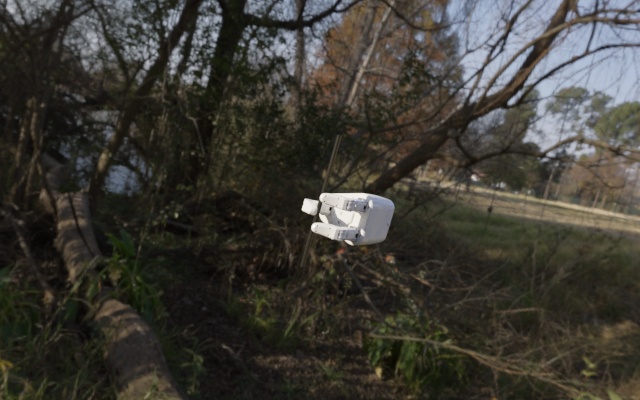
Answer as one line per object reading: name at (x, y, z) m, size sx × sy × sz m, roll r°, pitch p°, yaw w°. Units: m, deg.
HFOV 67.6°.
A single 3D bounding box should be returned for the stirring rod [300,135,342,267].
stirring rod at (0.000, 0.003, 0.838) m, size 0.011 × 0.239 × 0.011 m, roll 16°, pitch 7°, yaw -2°
